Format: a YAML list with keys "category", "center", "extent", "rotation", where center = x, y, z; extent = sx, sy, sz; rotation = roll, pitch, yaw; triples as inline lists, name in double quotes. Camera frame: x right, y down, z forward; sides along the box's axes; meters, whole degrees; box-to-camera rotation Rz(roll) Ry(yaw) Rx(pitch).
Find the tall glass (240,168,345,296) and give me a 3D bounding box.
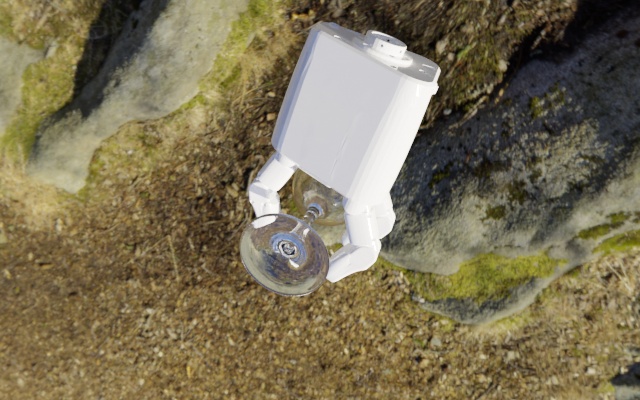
- category: "tall glass"
  center: [0.000, 0.002, 0.454]
  extent: [0.079, 0.079, 0.201]
  rotation: [0, 25, 18]
